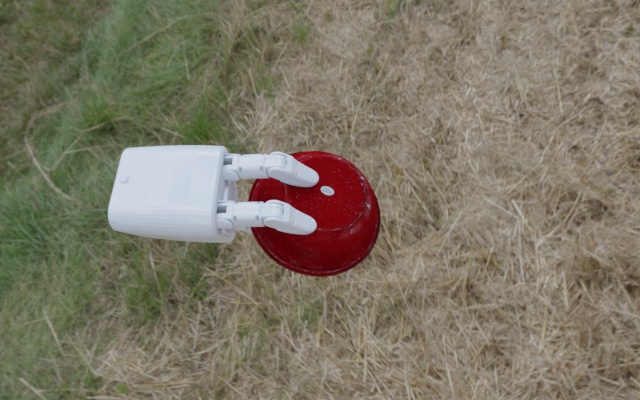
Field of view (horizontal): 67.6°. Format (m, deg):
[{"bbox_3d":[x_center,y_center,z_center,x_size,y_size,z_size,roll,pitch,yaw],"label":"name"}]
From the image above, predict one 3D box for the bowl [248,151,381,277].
[{"bbox_3d":[0.001,0.001,0.544,0.162,0.162,0.055,0,-25,-14],"label":"bowl"}]
